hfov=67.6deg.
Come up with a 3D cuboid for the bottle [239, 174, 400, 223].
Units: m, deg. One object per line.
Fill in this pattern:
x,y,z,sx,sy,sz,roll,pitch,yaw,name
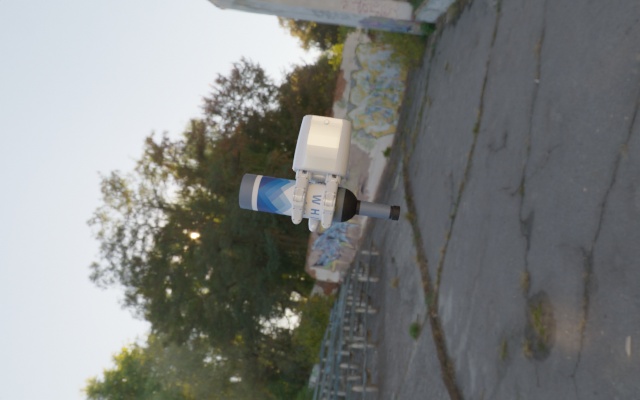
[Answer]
0.000,0.003,0.894,0.296,0.069,0.069,8,1,4,bottle
